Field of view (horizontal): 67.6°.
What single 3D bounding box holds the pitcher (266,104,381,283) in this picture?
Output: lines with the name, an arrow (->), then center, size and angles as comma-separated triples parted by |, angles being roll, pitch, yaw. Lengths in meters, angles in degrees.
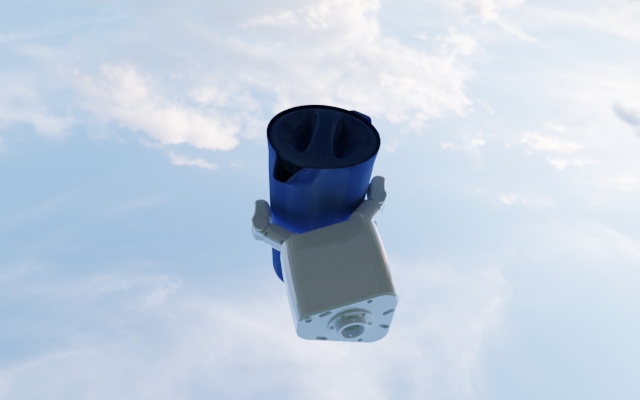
pitcher -> 0.000, 0.002, 0.634 | 0.149, 0.243, 0.145 | -4, 43, -12
